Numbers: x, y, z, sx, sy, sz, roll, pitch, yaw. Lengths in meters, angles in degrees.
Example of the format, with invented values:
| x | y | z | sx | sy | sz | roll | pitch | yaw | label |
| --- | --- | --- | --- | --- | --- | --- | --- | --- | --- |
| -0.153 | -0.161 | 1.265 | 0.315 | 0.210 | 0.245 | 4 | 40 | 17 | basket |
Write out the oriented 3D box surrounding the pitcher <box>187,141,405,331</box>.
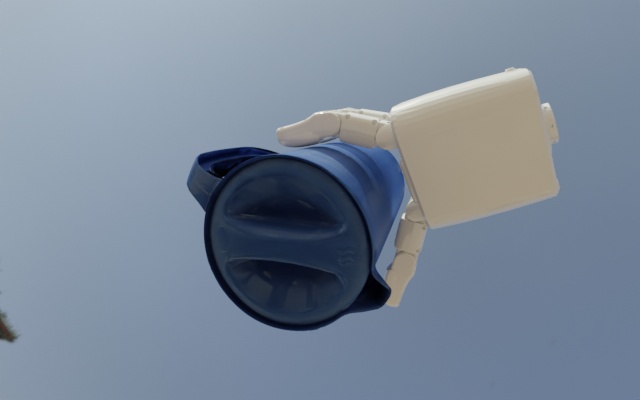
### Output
| x | y | z | sx | sy | sz | roll | pitch | yaw | label |
| --- | --- | --- | --- | --- | --- | --- | --- | --- | --- |
| 0.000 | 0.001 | 0.449 | 0.145 | 0.149 | 0.242 | -15 | 8 | 21 | pitcher |
